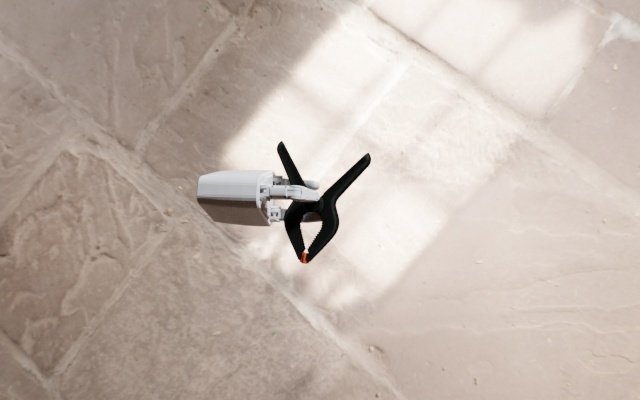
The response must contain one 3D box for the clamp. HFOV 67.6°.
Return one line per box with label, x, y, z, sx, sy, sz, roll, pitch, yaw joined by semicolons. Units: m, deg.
clamp;0.000;0.003;0.806;0.164;0.210;0.036;2;-8;10
